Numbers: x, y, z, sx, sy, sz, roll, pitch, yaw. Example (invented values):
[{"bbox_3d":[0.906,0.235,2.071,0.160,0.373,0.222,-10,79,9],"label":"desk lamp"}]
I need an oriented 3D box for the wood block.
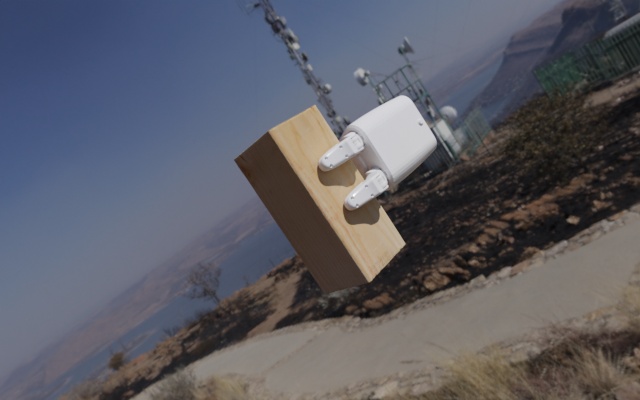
[{"bbox_3d":[0.000,0.002,0.595,0.090,0.206,0.091,-38,7,-40],"label":"wood block"}]
